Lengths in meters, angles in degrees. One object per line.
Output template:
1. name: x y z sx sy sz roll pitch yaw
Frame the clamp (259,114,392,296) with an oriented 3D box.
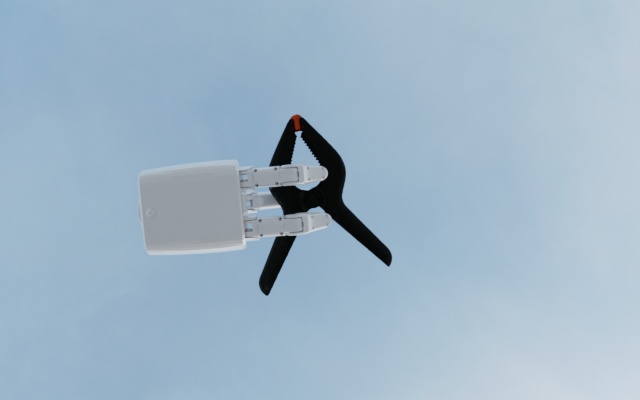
1. clamp: 0.000 0.001 0.575 0.164 0.210 0.036 -5 3 -9
